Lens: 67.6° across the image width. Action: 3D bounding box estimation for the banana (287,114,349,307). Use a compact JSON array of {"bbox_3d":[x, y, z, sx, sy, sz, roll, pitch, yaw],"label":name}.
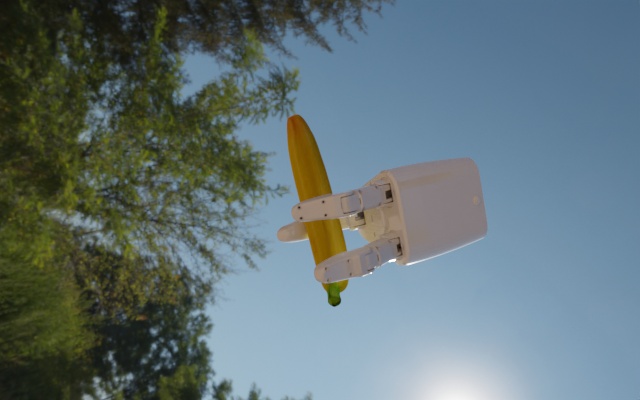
[{"bbox_3d":[0.000,0.010,0.493,0.037,0.197,0.070,-13,-15,-7],"label":"banana"}]
